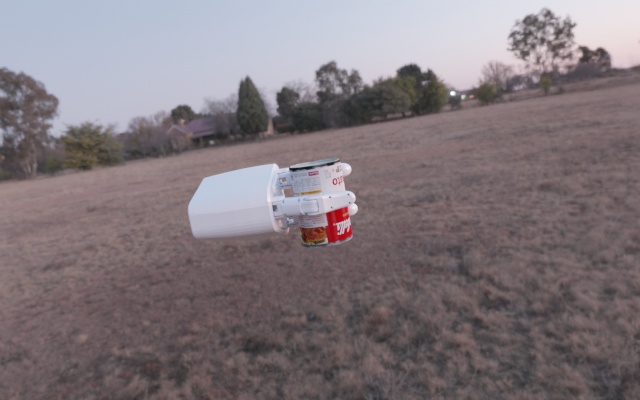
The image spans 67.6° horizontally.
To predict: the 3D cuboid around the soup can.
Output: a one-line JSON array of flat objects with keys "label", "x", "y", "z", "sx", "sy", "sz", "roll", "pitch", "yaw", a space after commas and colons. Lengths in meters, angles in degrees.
[{"label": "soup can", "x": 0.001, "y": 0.002, "z": 0.612, "sx": 0.068, "sy": 0.102, "sz": 0.068, "roll": -9, "pitch": 9, "yaw": 2}]
